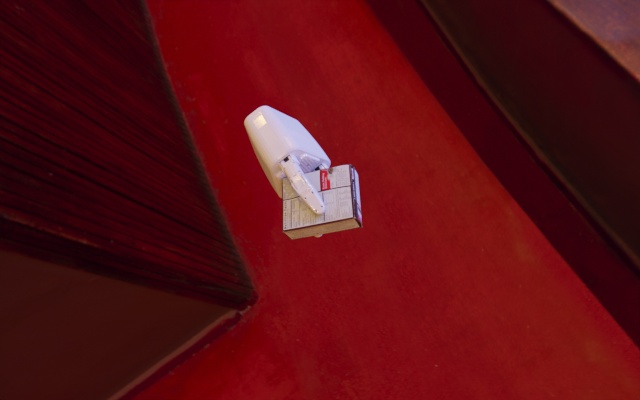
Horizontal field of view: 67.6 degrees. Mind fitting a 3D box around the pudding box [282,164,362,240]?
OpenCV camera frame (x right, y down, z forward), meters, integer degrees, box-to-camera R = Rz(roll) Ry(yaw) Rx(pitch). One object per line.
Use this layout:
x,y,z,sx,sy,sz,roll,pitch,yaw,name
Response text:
0.000,0.002,0.692,0.113,0.090,0.039,-12,-26,19,pudding box
